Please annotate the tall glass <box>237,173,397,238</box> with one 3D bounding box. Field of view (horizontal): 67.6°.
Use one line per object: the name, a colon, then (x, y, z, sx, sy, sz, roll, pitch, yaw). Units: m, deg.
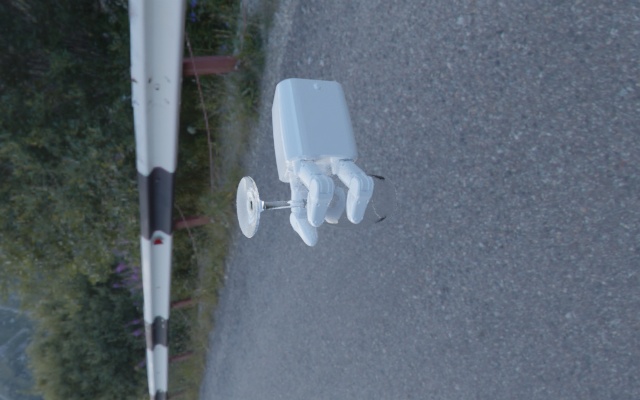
tall glass: (-0.001, 0.002, 0.613, 0.201, 0.079, 0.079, -3, 1, -28)
